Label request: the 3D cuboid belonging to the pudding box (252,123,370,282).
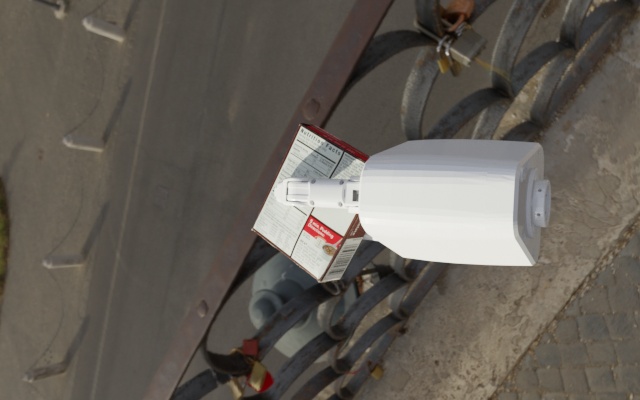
[{"bbox_3d":[0.000,0.001,0.420,0.090,0.113,0.039,35,15,27],"label":"pudding box"}]
